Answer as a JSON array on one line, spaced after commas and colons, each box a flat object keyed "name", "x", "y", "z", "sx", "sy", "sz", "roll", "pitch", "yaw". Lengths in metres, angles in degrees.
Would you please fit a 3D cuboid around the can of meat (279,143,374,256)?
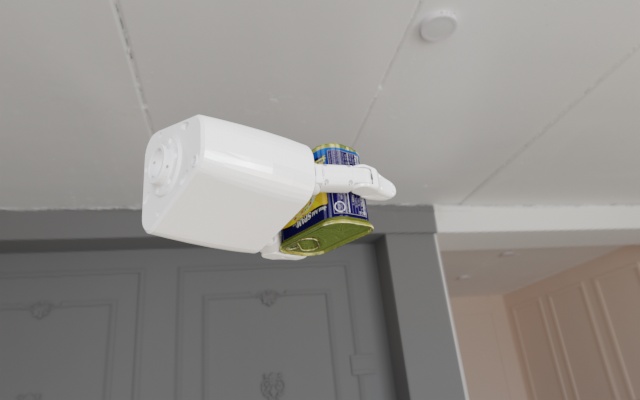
[{"name": "can of meat", "x": 0.000, "y": 0.001, "z": 0.482, "sx": 0.057, "sy": 0.084, "sz": 0.102, "roll": 11, "pitch": -28, "yaw": -37}]
